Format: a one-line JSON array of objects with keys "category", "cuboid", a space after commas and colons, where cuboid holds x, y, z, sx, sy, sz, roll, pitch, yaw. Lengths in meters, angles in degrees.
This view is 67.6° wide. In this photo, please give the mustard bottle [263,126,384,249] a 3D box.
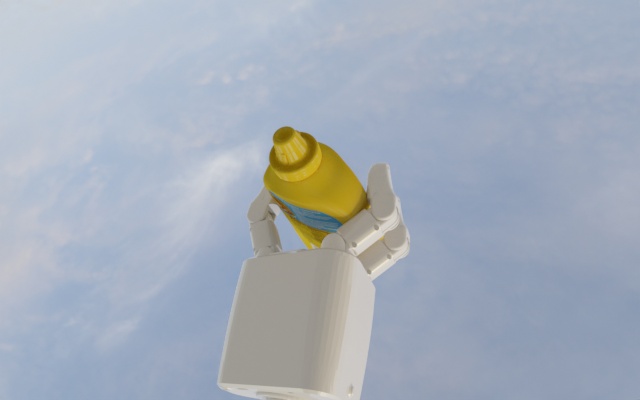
[{"category": "mustard bottle", "cuboid": [0.000, 0.001, 0.428, 0.096, 0.058, 0.192, 23, -20, 30]}]
